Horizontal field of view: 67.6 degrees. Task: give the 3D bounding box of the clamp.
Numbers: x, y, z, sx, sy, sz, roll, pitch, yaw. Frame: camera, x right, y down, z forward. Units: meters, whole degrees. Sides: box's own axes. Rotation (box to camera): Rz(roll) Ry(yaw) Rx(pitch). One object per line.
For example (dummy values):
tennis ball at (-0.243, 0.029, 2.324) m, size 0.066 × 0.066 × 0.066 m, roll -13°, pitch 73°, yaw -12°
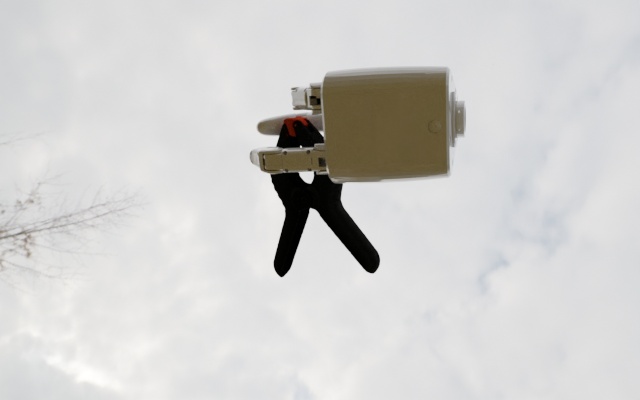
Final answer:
clamp at (0.000, 0.001, 0.482) m, size 0.120 × 0.171 × 0.039 m, roll 1°, pitch 15°, yaw 20°
